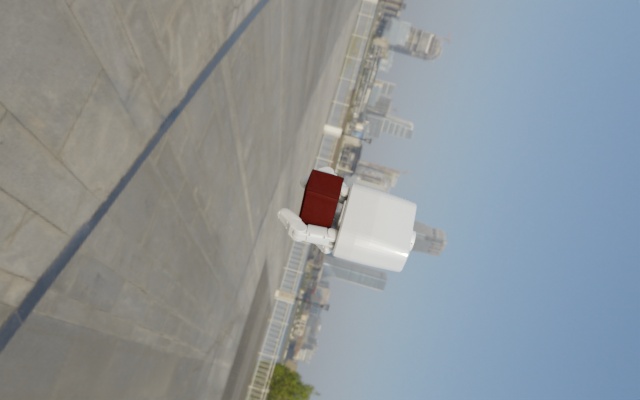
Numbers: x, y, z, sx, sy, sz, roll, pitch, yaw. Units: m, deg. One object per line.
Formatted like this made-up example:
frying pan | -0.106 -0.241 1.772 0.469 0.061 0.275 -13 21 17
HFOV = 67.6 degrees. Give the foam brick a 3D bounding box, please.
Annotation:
foam brick | 0.000 0.002 0.715 0.051 0.078 0.053 16 42 2
